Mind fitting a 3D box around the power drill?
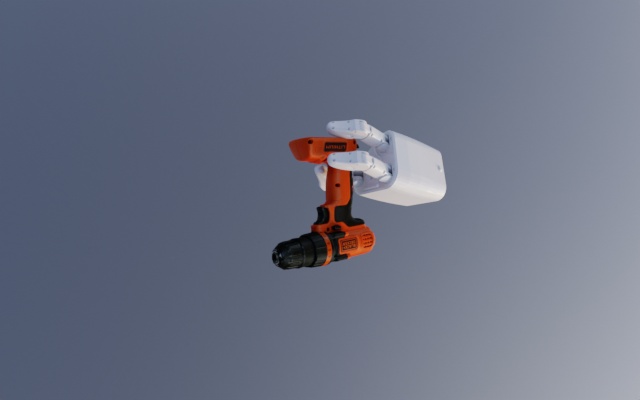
[{"bbox_3d":[0.000,0.002,0.705,0.184,0.187,0.057,-7,4,-42],"label":"power drill"}]
